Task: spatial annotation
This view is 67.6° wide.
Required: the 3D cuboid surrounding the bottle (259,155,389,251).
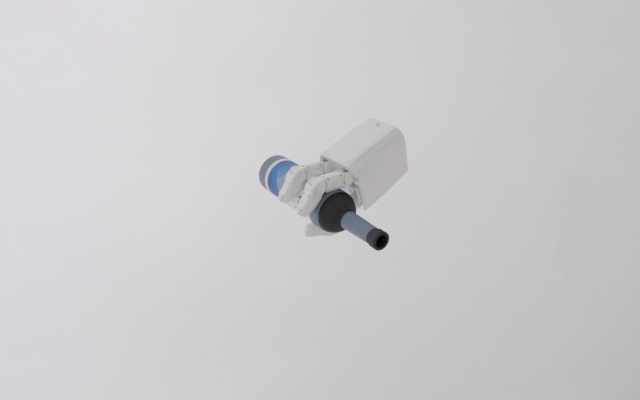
[{"bbox_3d":[0.000,0.002,0.739,0.069,0.069,0.295,0,21,-36],"label":"bottle"}]
